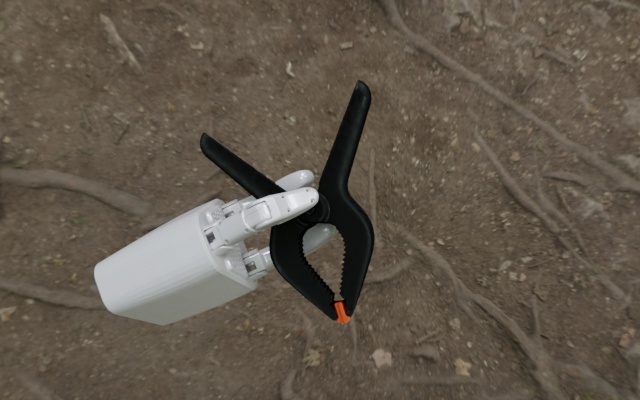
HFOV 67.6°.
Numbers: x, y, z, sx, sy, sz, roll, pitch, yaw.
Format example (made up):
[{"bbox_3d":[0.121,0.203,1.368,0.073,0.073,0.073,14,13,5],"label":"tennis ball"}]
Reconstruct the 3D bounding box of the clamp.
[{"bbox_3d":[0.000,0.002,0.428,0.164,0.210,0.036,-25,-8,5],"label":"clamp"}]
